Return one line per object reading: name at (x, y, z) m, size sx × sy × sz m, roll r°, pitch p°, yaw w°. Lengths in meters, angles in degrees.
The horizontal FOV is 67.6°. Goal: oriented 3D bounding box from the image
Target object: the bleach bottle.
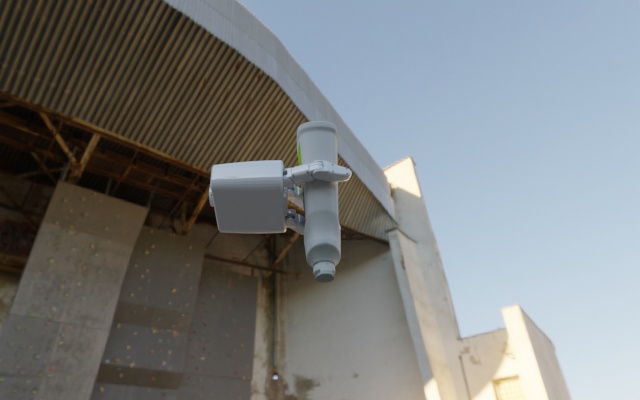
bleach bottle at (0.000, 0.002, 0.735) m, size 0.068 × 0.250 × 0.103 m, roll -2°, pitch -35°, yaw -2°
